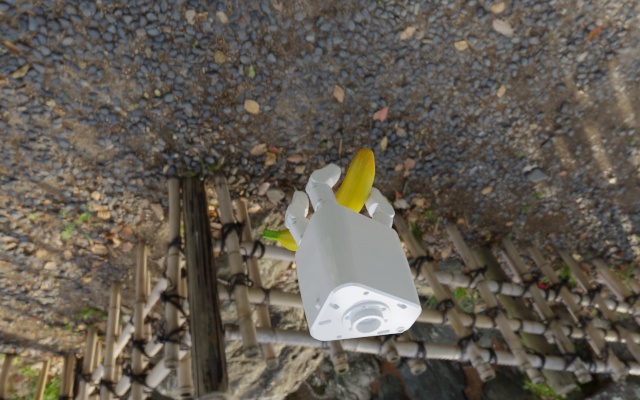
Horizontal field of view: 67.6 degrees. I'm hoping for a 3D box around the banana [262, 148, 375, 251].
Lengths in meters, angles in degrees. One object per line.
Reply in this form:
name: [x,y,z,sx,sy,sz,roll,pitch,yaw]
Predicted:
banana: [0.011,0.013,0.622,0.070,0.037,0.198,34,-61,-30]
